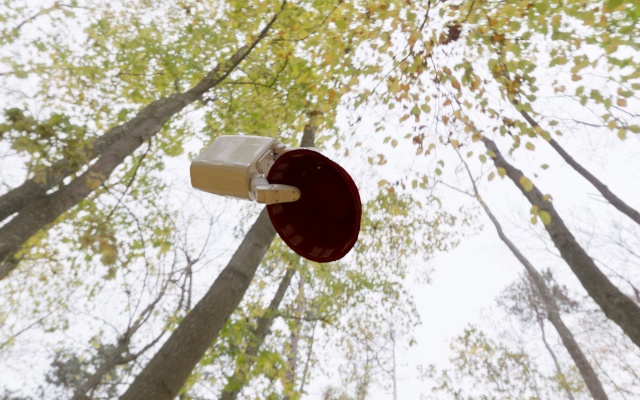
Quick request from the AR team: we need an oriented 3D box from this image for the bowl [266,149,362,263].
[{"bbox_3d":[0.001,0.003,0.662,0.162,0.162,0.055,0,17,38],"label":"bowl"}]
